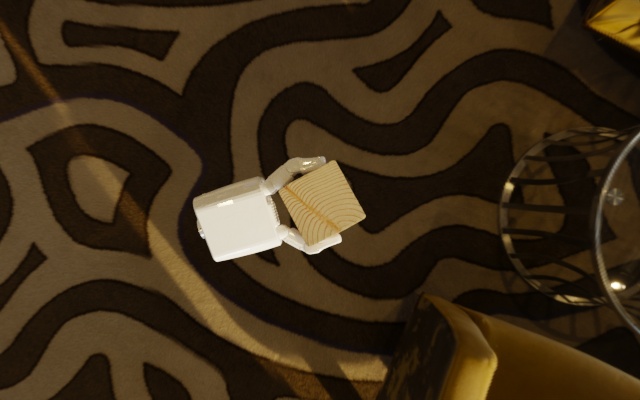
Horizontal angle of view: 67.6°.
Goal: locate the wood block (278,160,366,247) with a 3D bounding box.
[{"bbox_3d":[0.000,0.003,0.737,0.090,0.091,0.206,-28,2,0],"label":"wood block"}]
